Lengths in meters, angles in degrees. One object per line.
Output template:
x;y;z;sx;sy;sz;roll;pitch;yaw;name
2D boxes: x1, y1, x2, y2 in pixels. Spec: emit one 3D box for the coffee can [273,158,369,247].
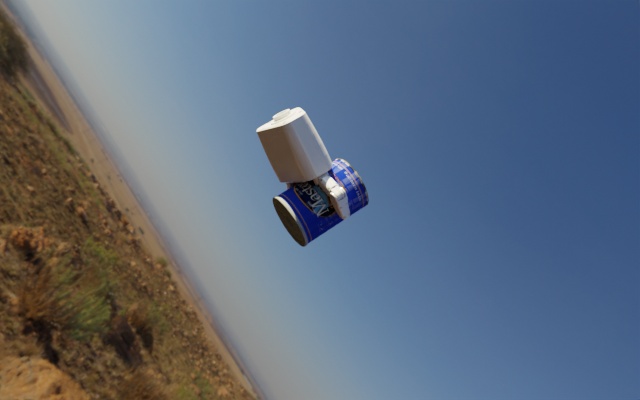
0.000;0.003;0.857;0.140;0.103;0.103;-32;10;-17;coffee can
